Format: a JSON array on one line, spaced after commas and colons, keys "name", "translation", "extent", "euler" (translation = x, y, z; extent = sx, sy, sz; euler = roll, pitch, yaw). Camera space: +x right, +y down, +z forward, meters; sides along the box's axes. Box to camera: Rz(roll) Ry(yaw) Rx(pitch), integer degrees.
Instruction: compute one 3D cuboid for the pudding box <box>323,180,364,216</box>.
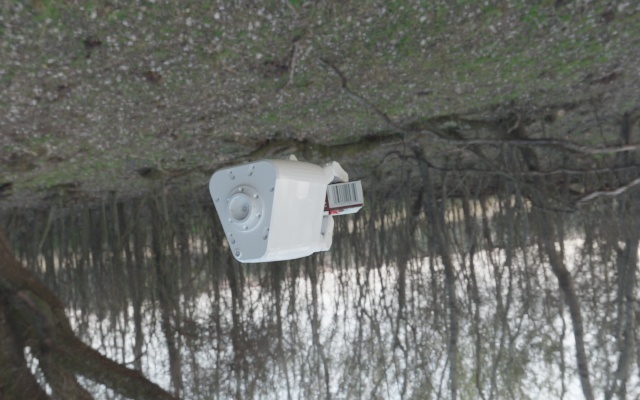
[{"name": "pudding box", "translation": [0.000, 0.002, 0.660], "extent": [0.113, 0.039, 0.090], "euler": [-6, -5, -1]}]
